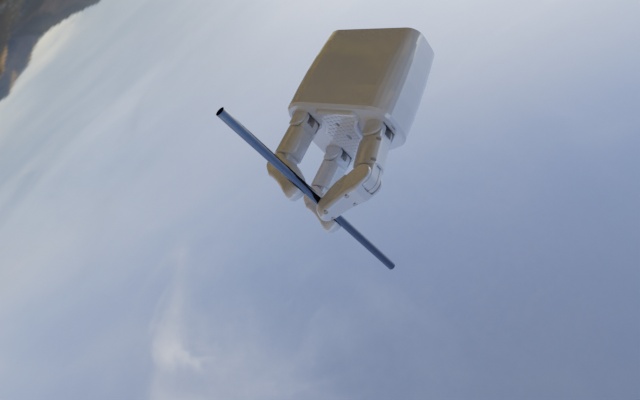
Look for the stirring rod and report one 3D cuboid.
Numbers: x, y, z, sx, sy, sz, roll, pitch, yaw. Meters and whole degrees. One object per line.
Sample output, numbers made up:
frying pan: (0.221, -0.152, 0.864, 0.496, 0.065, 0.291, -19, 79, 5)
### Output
stirring rod: (0.000, 0.001, 0.412, 0.011, 0.011, 0.240, 0, -33, 45)
